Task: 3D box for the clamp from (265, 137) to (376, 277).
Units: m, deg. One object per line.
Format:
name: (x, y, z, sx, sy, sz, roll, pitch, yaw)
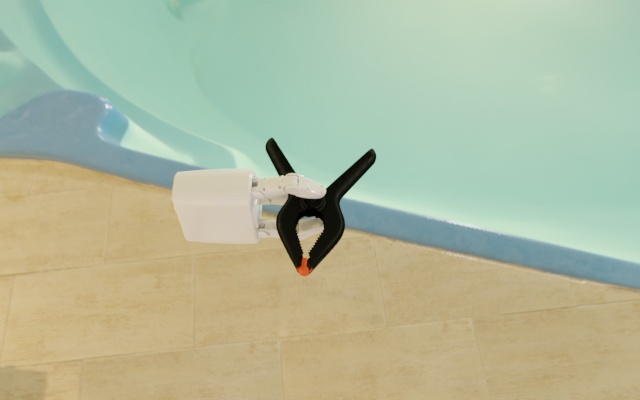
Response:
clamp: (0.000, 0.002, 0.671, 0.164, 0.210, 0.036, 0, -26, 0)
